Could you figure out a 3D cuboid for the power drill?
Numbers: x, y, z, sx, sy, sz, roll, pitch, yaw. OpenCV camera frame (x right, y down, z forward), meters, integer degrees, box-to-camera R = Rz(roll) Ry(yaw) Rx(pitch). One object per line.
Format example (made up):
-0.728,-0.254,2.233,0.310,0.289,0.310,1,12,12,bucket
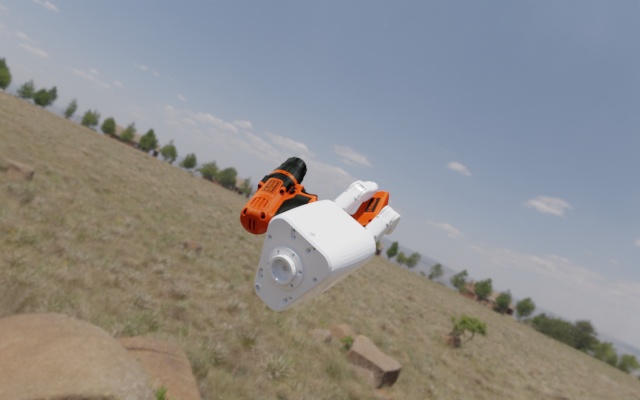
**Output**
0.000,0.002,0.694,0.187,0.057,0.184,13,36,14,power drill
